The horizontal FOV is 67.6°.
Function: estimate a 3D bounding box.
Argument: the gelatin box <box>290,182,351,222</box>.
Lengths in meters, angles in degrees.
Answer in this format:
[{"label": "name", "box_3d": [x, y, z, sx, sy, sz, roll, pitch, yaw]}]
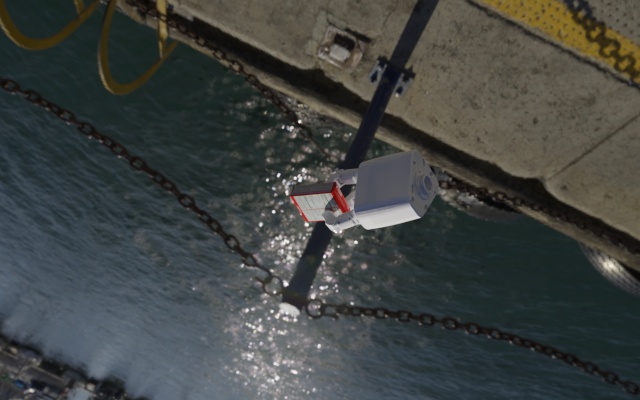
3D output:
[{"label": "gelatin box", "box_3d": [0.000, 0.003, 0.869, 0.089, 0.030, 0.073, -6, -44, 27]}]
